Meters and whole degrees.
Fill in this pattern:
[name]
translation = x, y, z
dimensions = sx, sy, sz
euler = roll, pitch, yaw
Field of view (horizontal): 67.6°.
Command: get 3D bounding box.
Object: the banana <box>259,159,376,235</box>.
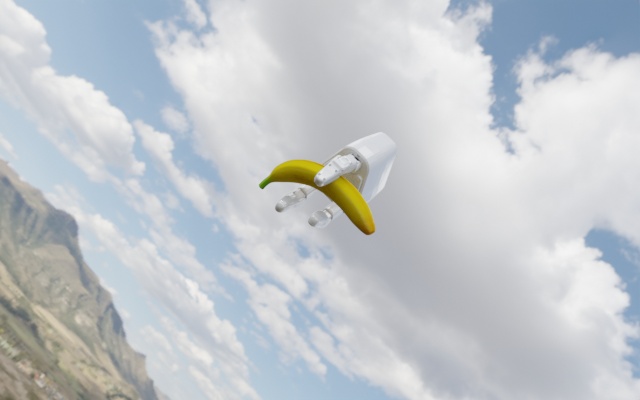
[banana]
translation = 0.003, -0.016, 0.710
dimensions = 0.198, 0.069, 0.037
euler = 23, 13, 23
